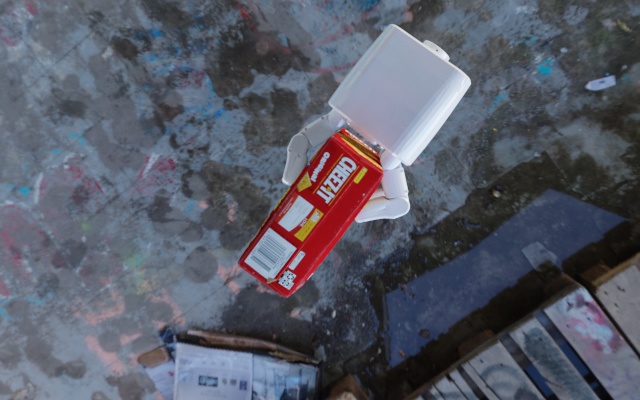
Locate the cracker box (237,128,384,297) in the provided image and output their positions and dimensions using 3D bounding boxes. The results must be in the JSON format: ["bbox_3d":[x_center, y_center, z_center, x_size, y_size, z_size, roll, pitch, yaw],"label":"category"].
[{"bbox_3d":[0.000,0.002,0.564,0.072,0.164,0.213,37,12,-1],"label":"cracker box"}]
